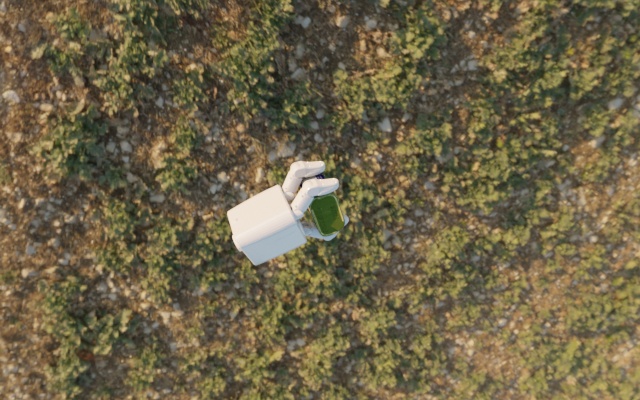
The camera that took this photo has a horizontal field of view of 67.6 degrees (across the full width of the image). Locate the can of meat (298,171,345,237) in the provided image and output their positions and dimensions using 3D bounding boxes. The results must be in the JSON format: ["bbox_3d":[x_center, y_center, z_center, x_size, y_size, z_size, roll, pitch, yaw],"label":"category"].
[{"bbox_3d":[0.000,0.003,0.860,0.057,0.102,0.084,-24,42,-4],"label":"can of meat"}]
